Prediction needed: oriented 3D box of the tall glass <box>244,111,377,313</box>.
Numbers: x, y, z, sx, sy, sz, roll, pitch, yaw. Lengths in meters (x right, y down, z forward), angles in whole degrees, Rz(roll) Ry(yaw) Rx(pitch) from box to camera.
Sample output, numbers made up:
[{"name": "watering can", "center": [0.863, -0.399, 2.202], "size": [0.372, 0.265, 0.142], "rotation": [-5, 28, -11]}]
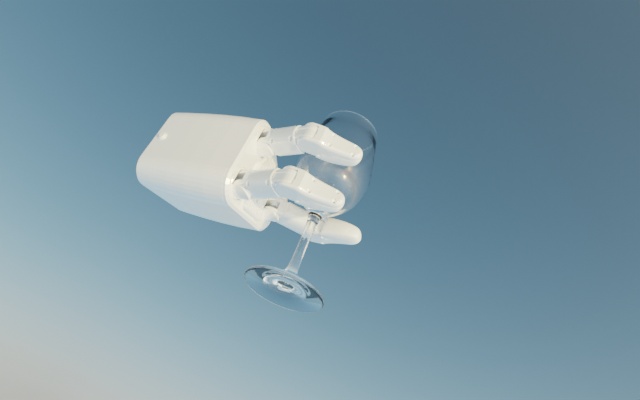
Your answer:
[{"name": "tall glass", "center": [0.000, 0.002, 0.465], "size": [0.079, 0.201, 0.079], "rotation": [16, -34, 11]}]
